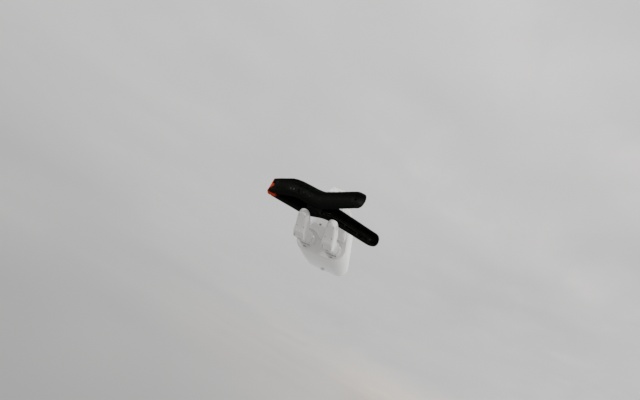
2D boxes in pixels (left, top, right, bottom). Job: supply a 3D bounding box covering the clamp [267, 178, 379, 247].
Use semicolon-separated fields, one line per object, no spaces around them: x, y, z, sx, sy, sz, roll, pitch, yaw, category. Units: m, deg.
0.000;0.002;0.804;0.210;0.036;0.165;23;-22;18;clamp
